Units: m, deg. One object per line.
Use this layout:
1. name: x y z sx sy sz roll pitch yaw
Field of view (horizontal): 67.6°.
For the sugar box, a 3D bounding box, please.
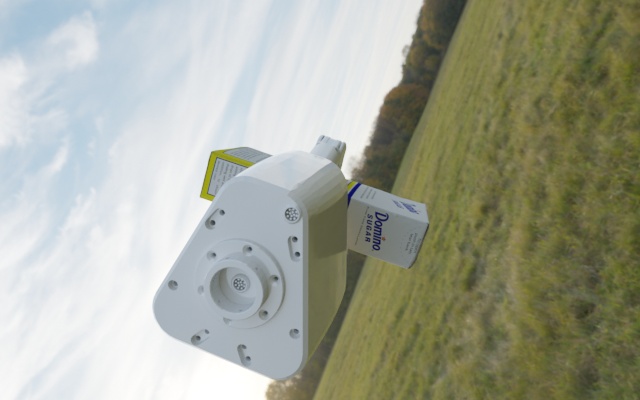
1. sugar box: 0.000 0.002 0.404 0.176 0.048 0.093 21 12 7
